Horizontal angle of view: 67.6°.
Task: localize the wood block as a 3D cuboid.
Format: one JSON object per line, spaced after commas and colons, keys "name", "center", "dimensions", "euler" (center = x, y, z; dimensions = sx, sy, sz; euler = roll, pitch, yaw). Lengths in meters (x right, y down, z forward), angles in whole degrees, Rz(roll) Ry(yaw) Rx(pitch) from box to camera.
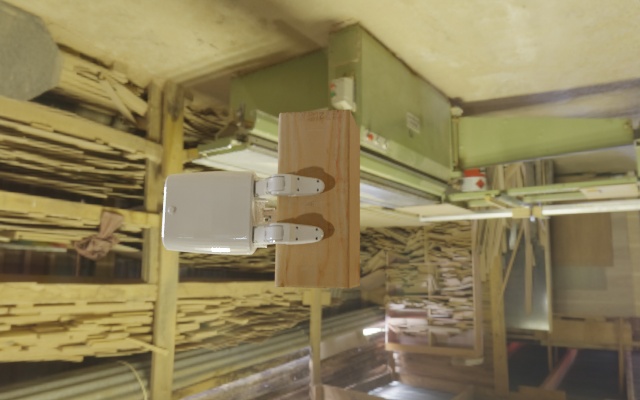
{"name": "wood block", "center": [0.000, 0.002, 0.592], "dimensions": [0.090, 0.206, 0.091], "euler": [-1, -8, 12]}
